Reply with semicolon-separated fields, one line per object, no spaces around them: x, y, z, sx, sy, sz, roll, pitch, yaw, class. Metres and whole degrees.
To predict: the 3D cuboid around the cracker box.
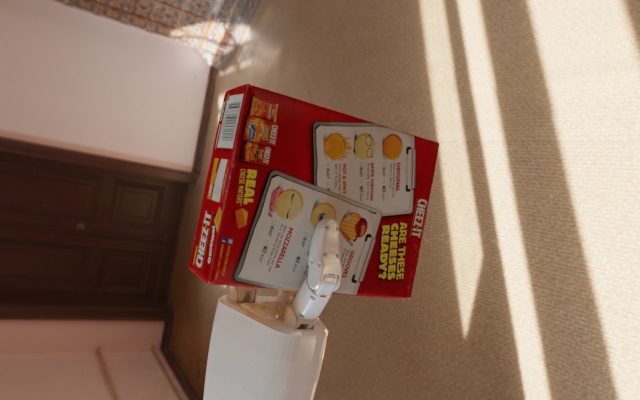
0.000;0.001;0.453;0.214;0.164;0.072;11;1;-31;cracker box
